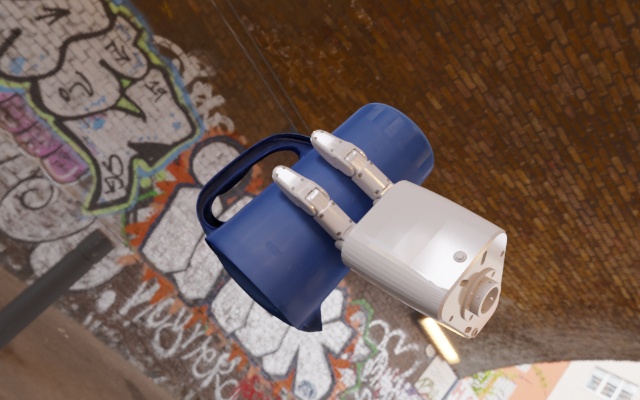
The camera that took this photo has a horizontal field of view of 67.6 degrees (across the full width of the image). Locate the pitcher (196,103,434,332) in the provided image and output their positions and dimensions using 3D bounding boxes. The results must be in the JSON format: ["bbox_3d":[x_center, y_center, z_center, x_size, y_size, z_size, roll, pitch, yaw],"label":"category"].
[{"bbox_3d":[0.000,0.002,0.508,0.145,0.242,0.149,30,-22,42],"label":"pitcher"}]
